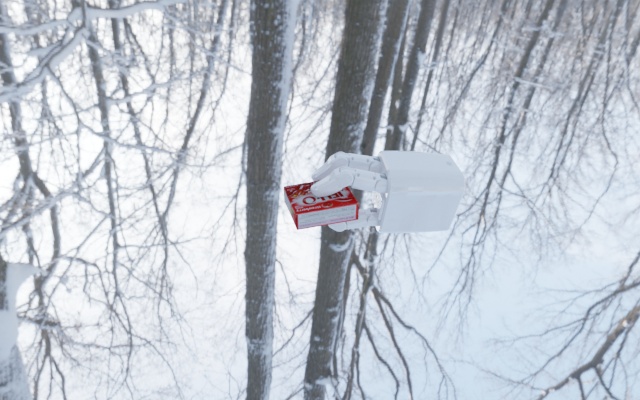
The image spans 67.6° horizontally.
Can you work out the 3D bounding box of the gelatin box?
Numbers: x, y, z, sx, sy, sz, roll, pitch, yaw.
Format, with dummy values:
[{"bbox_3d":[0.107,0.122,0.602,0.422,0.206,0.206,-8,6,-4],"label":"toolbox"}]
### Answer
[{"bbox_3d":[0.000,0.003,0.655,0.089,0.030,0.073,-10,34,-13],"label":"gelatin box"}]
